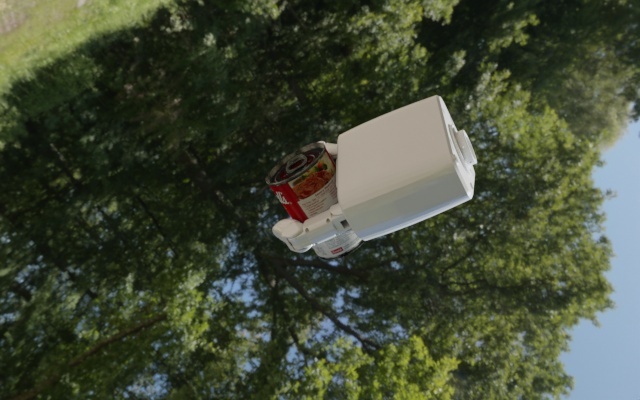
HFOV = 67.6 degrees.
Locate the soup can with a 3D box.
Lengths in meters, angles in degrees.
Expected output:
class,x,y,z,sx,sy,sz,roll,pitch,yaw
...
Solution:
class,x,y,z,sx,sy,sz,roll,pitch,yaw
soup can,0.000,0.002,0.487,0.068,0.102,0.068,-27,24,13
